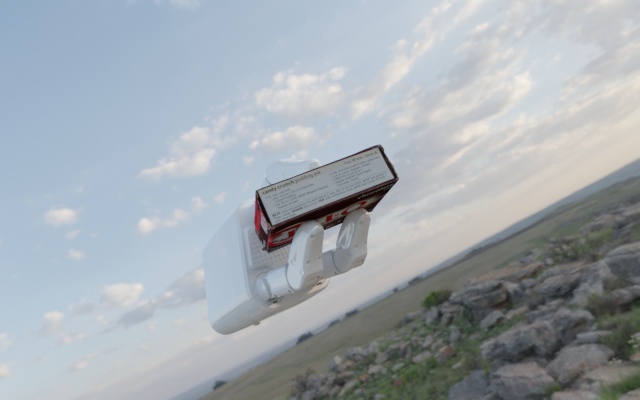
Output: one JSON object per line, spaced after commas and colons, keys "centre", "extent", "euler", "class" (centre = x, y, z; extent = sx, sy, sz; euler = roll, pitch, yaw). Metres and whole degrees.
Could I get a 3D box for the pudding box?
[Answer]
{"centre": [0.000, 0.001, 0.408], "extent": [0.113, 0.039, 0.090], "euler": [-23, -12, -14], "class": "pudding box"}
